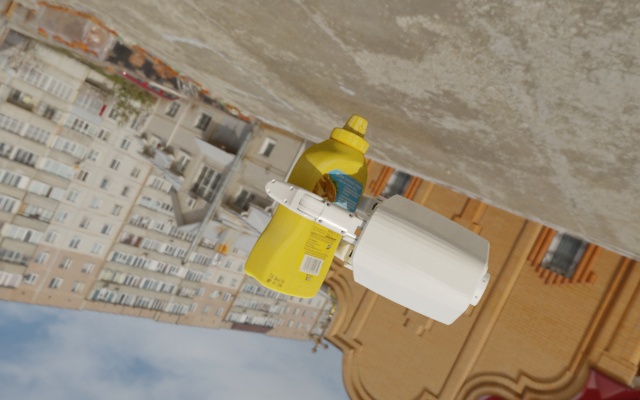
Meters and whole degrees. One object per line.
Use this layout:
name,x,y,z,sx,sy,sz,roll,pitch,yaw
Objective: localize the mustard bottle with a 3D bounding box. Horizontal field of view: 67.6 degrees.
mustard bottle,0.000,0.002,0.489,0.058,0.191,0.096,25,-1,39
